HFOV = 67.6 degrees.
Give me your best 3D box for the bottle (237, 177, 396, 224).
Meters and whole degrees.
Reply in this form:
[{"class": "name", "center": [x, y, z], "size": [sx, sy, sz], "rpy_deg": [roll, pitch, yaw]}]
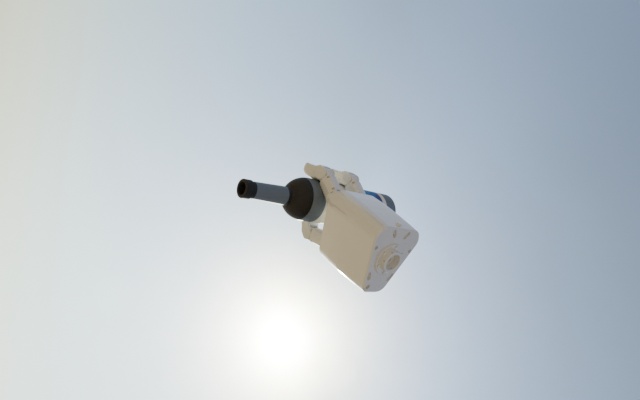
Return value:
[{"class": "bottle", "center": [0.000, 0.002, 0.753], "size": [0.296, 0.069, 0.069], "rpy_deg": [10, -7, -42]}]
